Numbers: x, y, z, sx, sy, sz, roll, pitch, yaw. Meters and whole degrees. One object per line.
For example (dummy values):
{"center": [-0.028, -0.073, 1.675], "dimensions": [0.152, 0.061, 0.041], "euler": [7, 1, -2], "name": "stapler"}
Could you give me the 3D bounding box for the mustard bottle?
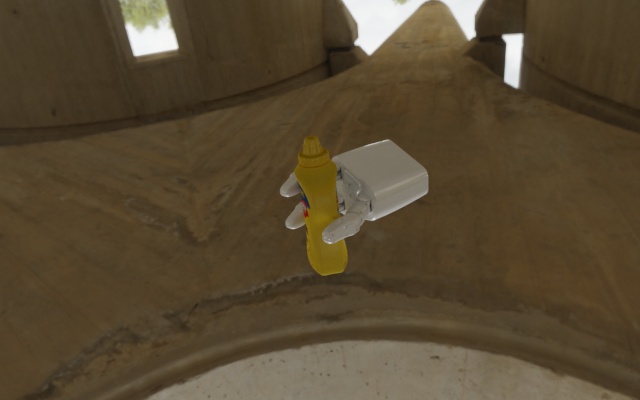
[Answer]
{"center": [0.000, 0.002, 0.664], "dimensions": [0.058, 0.192, 0.096], "euler": [-9, 28, -3], "name": "mustard bottle"}
